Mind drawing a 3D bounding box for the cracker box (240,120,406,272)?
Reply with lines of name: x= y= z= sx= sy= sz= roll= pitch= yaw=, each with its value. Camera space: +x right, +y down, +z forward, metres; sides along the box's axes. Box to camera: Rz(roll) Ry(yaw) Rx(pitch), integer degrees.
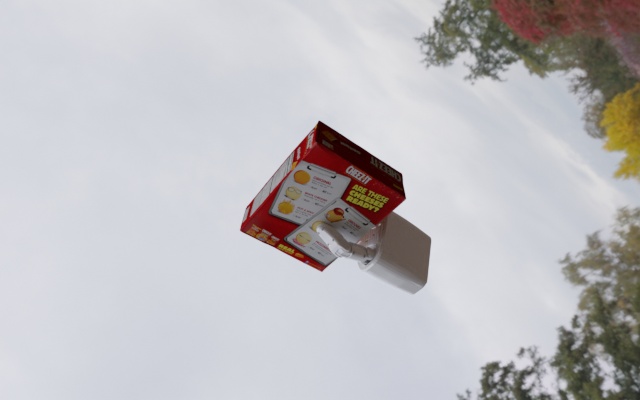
cracker box: x=0.000 y=0.003 z=0.746 sx=0.164 sy=0.072 sz=0.214 roll=30 pitch=-54 yaw=-21
